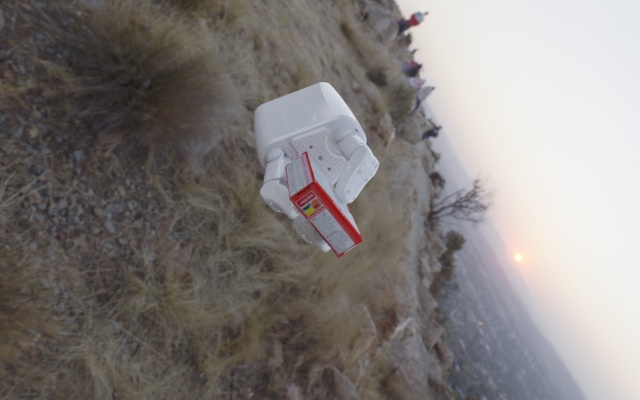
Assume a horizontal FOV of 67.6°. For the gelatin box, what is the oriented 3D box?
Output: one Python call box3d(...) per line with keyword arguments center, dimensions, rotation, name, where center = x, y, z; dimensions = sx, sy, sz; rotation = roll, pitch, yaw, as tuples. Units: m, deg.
box3d(center=(0.000, 0.001, 0.444), dimensions=(0.030, 0.073, 0.089), rotation=(-36, 23, 7), name="gelatin box")
